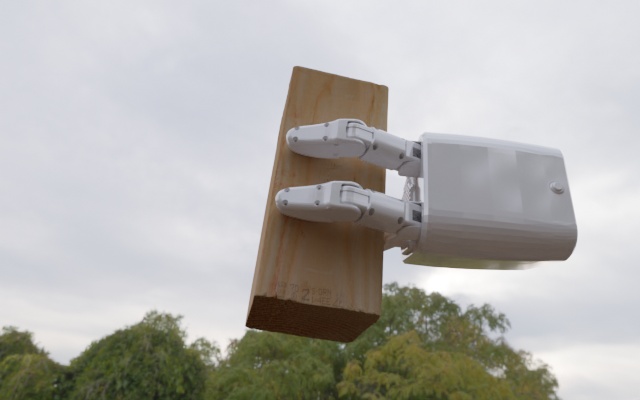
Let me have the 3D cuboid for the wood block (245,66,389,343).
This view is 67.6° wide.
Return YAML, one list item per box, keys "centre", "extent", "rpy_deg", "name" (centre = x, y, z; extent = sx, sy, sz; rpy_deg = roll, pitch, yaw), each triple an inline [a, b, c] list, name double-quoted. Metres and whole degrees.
- centre: [0.000, 0.001, 0.401]
  extent: [0.090, 0.206, 0.091]
  rpy_deg: [10, -30, -7]
  name: "wood block"
